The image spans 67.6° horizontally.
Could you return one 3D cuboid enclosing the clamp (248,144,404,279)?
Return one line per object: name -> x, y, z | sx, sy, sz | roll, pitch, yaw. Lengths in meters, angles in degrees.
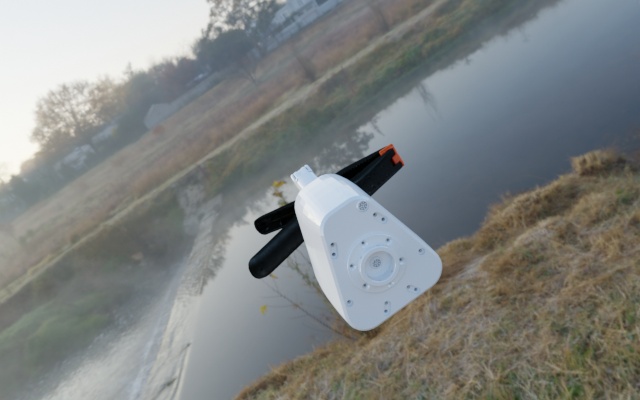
clamp -> 0.000, 0.001, 0.566 | 0.210, 0.036, 0.164 | -35, 16, -3
